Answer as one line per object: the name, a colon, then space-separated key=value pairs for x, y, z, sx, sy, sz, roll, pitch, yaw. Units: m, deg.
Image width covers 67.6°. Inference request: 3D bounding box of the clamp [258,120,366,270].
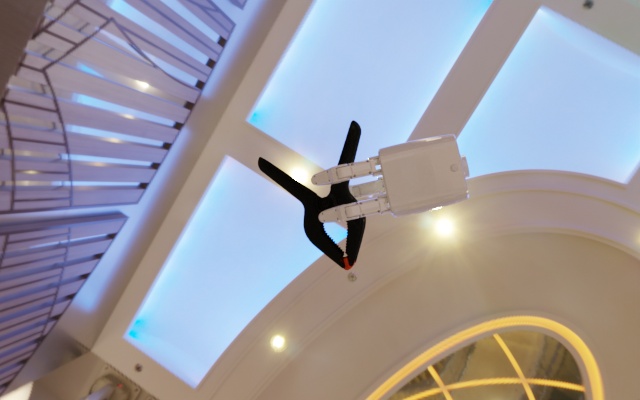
clamp: x=0.001 y=0.003 z=0.708 sx=0.164 sy=0.210 sz=0.036 roll=-13 pitch=0 yaw=15
